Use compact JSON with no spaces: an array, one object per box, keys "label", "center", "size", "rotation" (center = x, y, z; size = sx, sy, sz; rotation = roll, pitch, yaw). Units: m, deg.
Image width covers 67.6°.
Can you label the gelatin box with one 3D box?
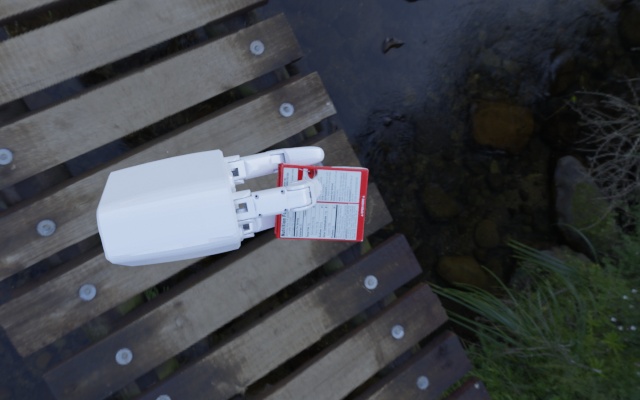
[{"label":"gelatin box","center":[0.000,0.002,0.476],"size":[0.089,0.073,0.030],"rotation":[2,7,-8]}]
